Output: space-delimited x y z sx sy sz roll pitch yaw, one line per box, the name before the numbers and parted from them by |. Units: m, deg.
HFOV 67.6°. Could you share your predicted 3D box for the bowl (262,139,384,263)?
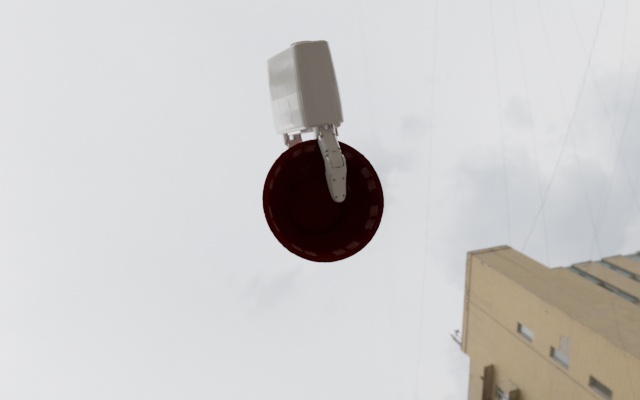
bowl | 0.000 0.003 0.637 0.162 0.162 0.055 0 -8 -14
